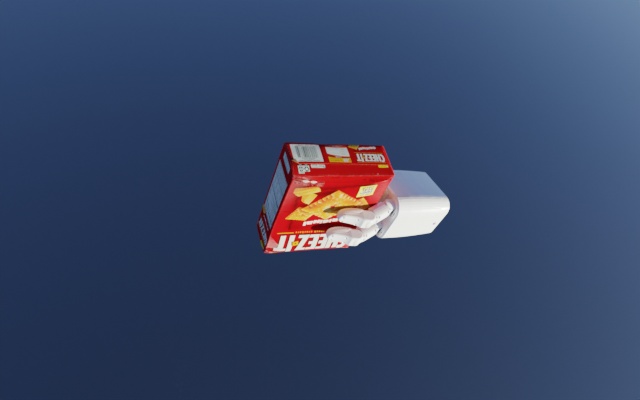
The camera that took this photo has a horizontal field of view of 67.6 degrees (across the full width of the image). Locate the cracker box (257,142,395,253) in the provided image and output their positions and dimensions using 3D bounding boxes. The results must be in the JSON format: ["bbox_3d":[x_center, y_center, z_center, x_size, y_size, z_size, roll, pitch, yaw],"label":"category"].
[{"bbox_3d":[0.000,0.002,0.775,0.164,0.072,0.214,-1,-36,-22],"label":"cracker box"}]
